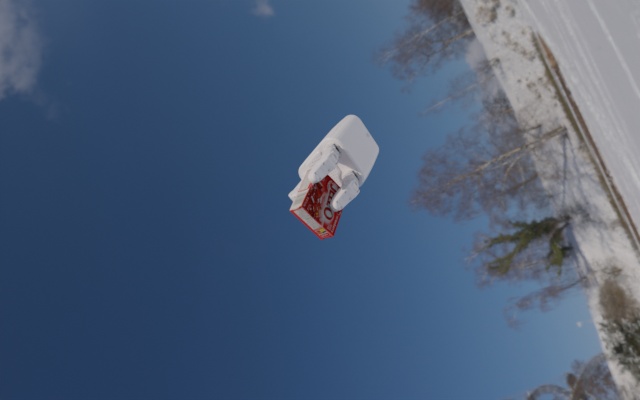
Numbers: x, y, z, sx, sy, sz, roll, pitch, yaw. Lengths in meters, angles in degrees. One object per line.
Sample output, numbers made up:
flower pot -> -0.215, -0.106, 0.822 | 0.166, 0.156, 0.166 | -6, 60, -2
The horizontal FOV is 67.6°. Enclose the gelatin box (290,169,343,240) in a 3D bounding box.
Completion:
gelatin box -> 0.000, 0.003, 0.723 | 0.030, 0.089, 0.073 | -21, -55, 41
